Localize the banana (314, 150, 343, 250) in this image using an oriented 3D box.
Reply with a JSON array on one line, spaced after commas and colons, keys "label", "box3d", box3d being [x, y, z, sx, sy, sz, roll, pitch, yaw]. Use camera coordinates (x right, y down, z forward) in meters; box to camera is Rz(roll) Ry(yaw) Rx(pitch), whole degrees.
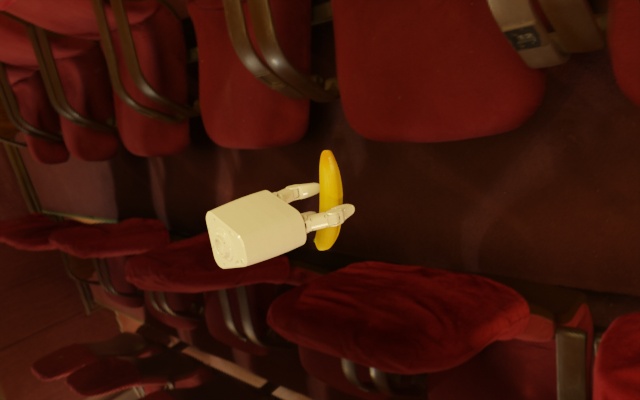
[{"label": "banana", "box3d": [0.009, 0.016, 0.788, 0.037, 0.198, 0.069, -15, 42, -29]}]
